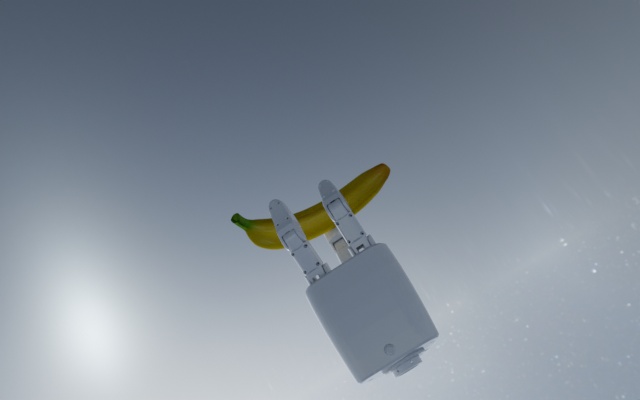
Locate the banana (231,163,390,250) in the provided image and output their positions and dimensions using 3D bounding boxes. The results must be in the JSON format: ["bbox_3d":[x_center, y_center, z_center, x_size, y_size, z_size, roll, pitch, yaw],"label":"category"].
[{"bbox_3d":[-0.004,0.014,0.563,0.198,0.037,0.070,-21,-34,-17],"label":"banana"}]
